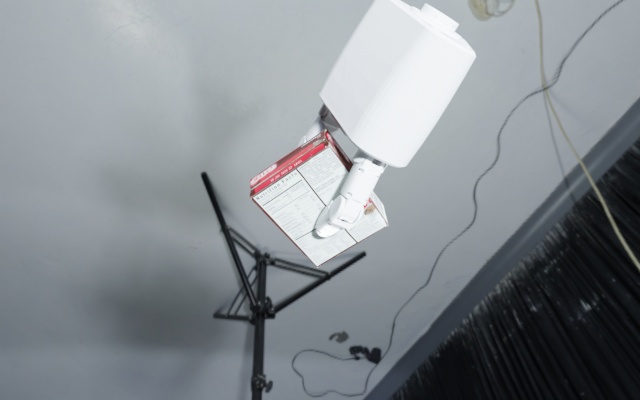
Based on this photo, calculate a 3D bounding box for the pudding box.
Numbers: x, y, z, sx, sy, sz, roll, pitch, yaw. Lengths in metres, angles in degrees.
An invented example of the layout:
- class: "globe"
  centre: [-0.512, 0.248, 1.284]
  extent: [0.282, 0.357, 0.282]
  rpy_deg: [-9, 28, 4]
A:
- class: "pudding box"
  centre: [0.000, 0.002, 0.459]
  extent: [0.090, 0.113, 0.039]
  rpy_deg: [-31, 30, 14]
